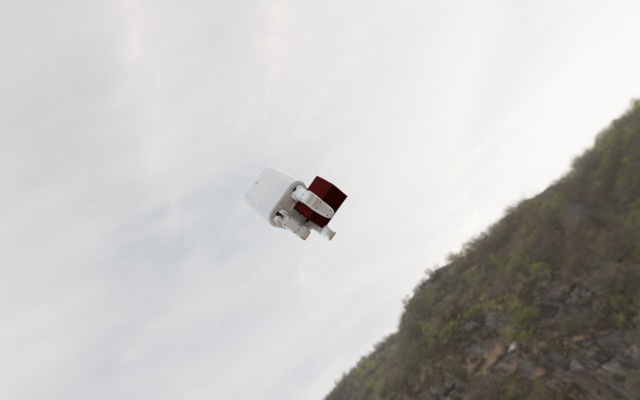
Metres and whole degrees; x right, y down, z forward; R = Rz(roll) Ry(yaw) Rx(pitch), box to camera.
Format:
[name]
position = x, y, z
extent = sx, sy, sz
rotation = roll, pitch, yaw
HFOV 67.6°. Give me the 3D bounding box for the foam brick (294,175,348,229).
[foam brick]
position = 0.000, 0.003, 0.882
extent = 0.051, 0.078, 0.053
rotation = 31, -7, 47
